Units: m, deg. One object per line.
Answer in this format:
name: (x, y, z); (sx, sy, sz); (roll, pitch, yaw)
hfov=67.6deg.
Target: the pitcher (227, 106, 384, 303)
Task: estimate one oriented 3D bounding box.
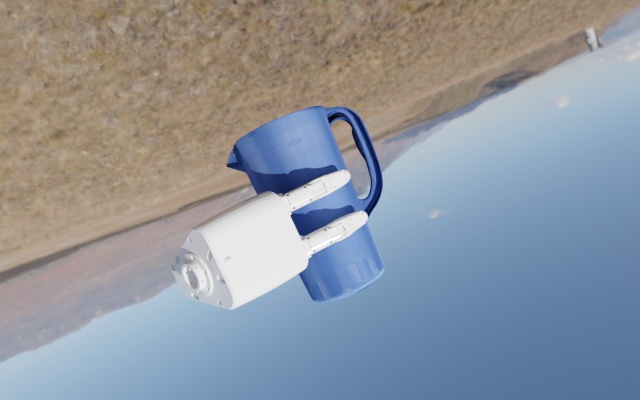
pitcher: (0.000, 0.002, 0.637); (0.149, 0.243, 0.145); (-23, 3, 44)
